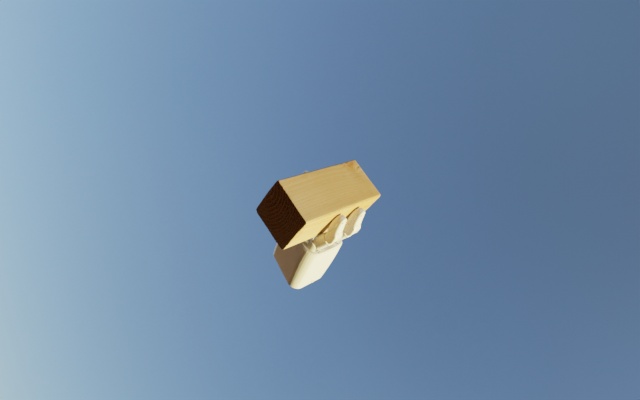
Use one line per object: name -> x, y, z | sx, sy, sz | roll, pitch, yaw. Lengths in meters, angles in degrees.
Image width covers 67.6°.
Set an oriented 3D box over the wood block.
wood block -> 0.000, 0.003, 0.867 | 0.206, 0.090, 0.090 | -19, -22, -46
